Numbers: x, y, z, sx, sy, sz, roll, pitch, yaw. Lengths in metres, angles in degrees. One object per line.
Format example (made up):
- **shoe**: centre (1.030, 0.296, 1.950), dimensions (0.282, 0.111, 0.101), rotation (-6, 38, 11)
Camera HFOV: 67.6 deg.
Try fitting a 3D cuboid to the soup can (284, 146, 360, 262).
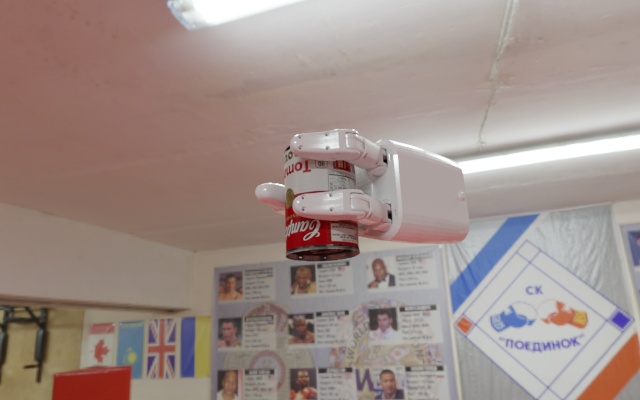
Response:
- **soup can**: centre (0.000, 0.001, 0.447), dimensions (0.068, 0.102, 0.068), rotation (-2, -16, -1)
